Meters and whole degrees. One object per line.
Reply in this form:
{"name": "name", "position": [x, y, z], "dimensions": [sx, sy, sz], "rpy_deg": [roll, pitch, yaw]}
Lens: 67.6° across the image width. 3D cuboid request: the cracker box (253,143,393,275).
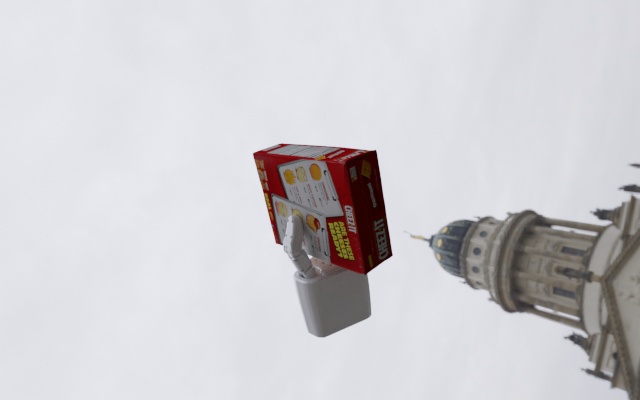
{"name": "cracker box", "position": [0.000, 0.002, 0.717], "dimensions": [0.072, 0.164, 0.213], "rpy_deg": [-27, 24, -36]}
